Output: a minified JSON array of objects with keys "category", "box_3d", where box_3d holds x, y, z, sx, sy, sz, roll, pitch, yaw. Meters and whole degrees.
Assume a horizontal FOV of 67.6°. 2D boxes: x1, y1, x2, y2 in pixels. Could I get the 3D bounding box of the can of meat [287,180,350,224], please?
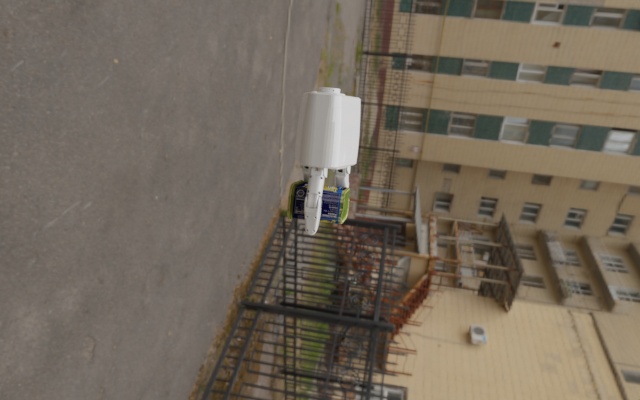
[{"category":"can of meat","box_3d":[0.000,0.003,0.756,0.084,0.057,0.102,7,8,8]}]
